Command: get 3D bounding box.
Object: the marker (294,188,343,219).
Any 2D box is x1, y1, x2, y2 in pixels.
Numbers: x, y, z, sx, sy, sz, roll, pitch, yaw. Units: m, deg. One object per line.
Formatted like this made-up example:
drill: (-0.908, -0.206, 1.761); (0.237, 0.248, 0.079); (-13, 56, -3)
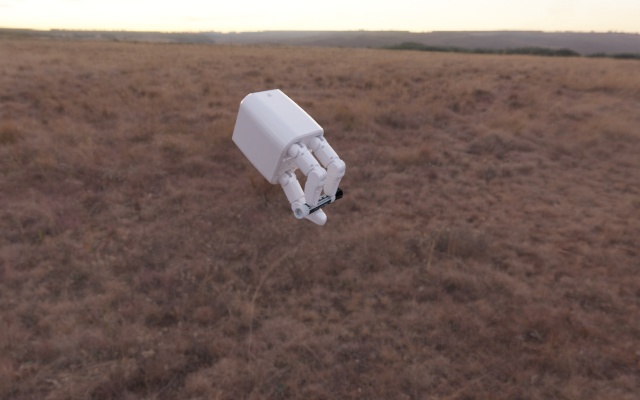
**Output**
marker: (0.000, 0.002, 0.752); (0.020, 0.020, 0.121); (0, 16, 34)
